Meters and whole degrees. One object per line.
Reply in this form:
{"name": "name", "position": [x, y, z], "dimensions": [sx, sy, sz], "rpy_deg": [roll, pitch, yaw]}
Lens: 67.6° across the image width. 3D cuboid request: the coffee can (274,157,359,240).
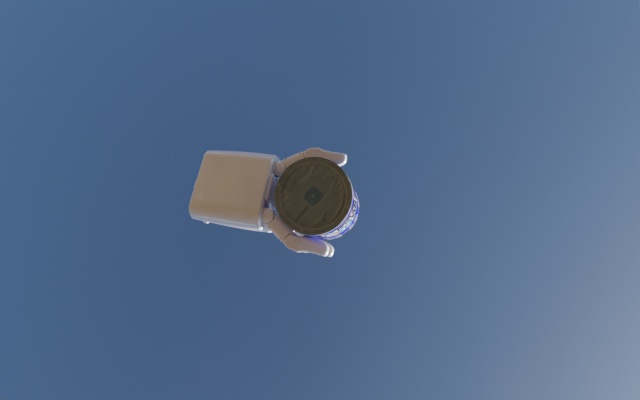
{"name": "coffee can", "position": [0.000, 0.002, 0.682], "dimensions": [0.103, 0.103, 0.140], "rpy_deg": [0, -7, 8]}
